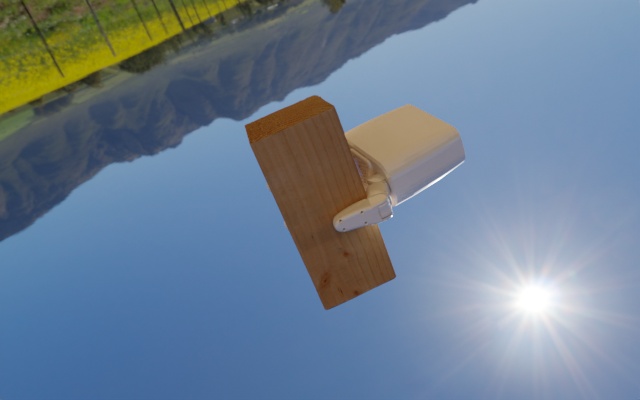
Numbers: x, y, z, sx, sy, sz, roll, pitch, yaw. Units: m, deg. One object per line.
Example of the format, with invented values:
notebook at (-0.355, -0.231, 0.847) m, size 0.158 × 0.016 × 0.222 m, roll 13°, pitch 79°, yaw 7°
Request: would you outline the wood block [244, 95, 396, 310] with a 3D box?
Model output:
wood block at (0.001, 0.002, 0.527) m, size 0.090 × 0.206 × 0.090 m, roll -24°, pitch 23°, yaw -4°
